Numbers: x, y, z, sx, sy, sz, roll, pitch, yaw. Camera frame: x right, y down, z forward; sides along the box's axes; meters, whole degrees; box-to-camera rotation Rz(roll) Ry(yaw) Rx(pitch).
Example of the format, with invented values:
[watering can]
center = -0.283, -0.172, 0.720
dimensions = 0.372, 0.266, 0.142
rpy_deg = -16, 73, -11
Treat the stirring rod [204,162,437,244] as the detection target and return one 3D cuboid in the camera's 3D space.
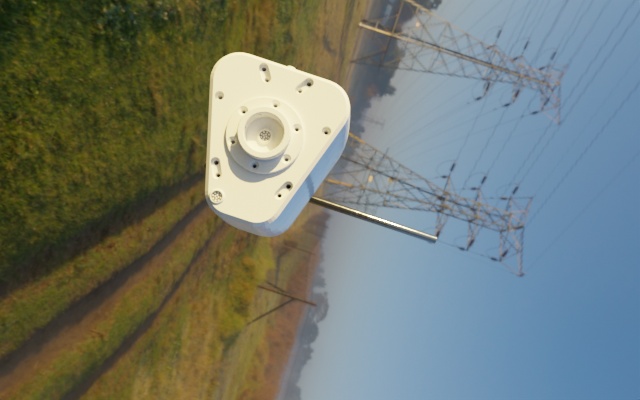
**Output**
[stirring rod]
center = 0.000, 0.002, 0.475
dimensions = 0.239, 0.011, 0.011
rpy_deg = 18, 0, 0
